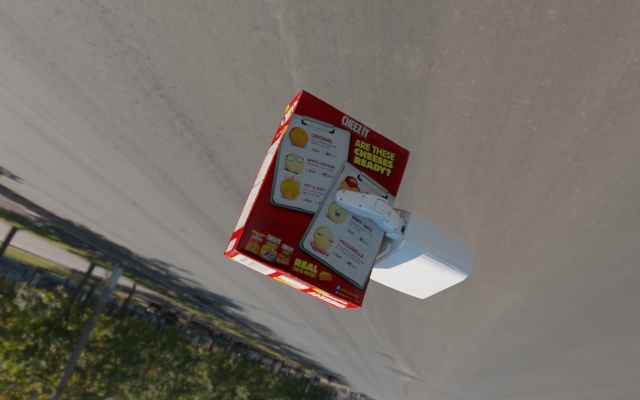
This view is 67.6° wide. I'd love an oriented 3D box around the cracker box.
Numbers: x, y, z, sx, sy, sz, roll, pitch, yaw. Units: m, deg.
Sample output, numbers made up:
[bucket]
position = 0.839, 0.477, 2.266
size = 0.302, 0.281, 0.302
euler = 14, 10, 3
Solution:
[cracker box]
position = 0.000, 0.002, 0.582
size = 0.164, 0.213, 0.072
euler = 27, -22, -18
